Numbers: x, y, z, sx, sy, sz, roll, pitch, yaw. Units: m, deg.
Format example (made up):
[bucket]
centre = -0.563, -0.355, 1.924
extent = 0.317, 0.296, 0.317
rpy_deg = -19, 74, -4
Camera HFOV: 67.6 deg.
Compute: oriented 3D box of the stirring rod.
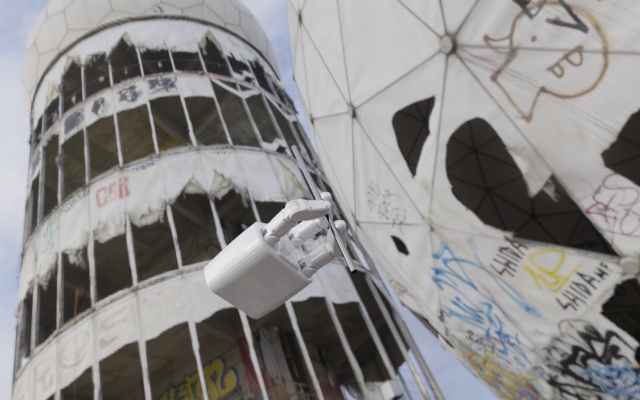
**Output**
[stirring rod]
centre = 0.000, 0.002, 0.651
extent = 0.011, 0.011, 0.239
rpy_deg = 0, 44, -28
